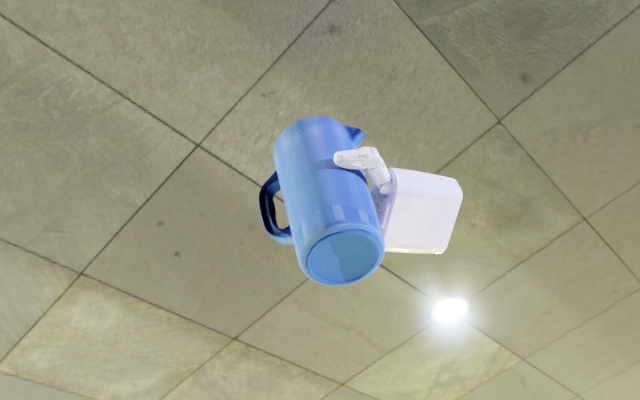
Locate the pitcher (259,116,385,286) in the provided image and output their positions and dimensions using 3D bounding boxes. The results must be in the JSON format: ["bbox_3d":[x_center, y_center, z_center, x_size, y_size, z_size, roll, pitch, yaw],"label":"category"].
[{"bbox_3d":[0.000,0.002,0.667,0.145,0.149,0.242,7,36,-16],"label":"pitcher"}]
